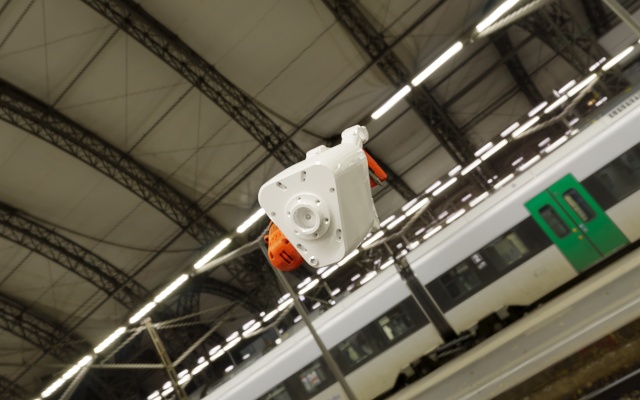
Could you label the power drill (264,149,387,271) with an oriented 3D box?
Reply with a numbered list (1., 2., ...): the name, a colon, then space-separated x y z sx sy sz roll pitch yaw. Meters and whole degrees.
1. power drill: 0.000 0.002 0.668 0.057 0.187 0.184 42 8 -15
